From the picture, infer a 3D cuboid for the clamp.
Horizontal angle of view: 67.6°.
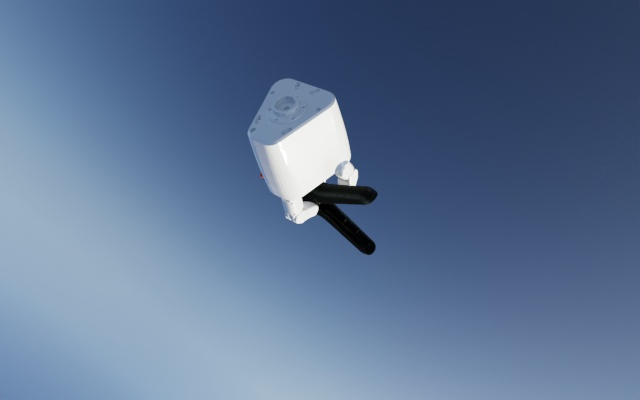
[{"bbox_3d":[-0.001,0.003,0.725,0.210,0.036,0.165,25,-29,28],"label":"clamp"}]
